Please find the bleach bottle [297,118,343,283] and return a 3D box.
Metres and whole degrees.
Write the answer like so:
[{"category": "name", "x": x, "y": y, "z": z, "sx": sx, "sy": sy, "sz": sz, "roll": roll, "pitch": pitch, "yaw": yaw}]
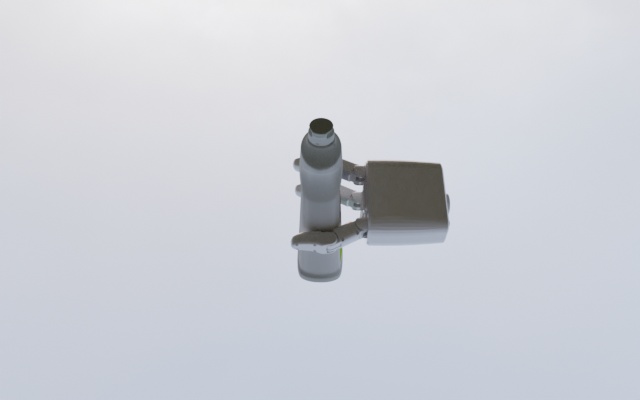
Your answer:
[{"category": "bleach bottle", "x": 0.000, "y": 0.002, "z": 0.636, "sx": 0.068, "sy": 0.102, "sz": 0.251, "roll": 1, "pitch": -40, "yaw": 0}]
